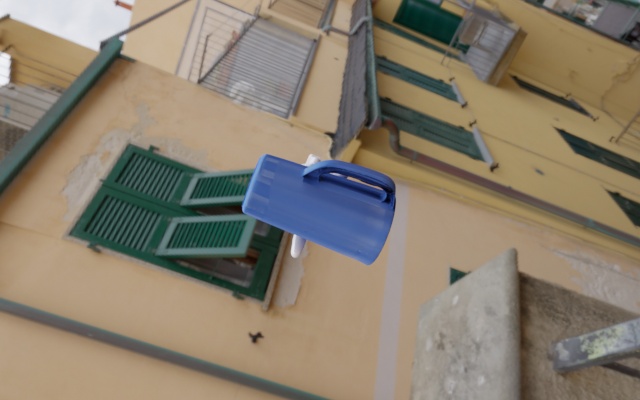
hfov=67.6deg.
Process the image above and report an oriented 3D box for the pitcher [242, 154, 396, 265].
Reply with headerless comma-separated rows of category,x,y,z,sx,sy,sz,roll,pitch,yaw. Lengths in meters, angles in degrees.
pitcher,0.000,0.003,0.807,0.243,0.149,0.145,20,-2,-7
